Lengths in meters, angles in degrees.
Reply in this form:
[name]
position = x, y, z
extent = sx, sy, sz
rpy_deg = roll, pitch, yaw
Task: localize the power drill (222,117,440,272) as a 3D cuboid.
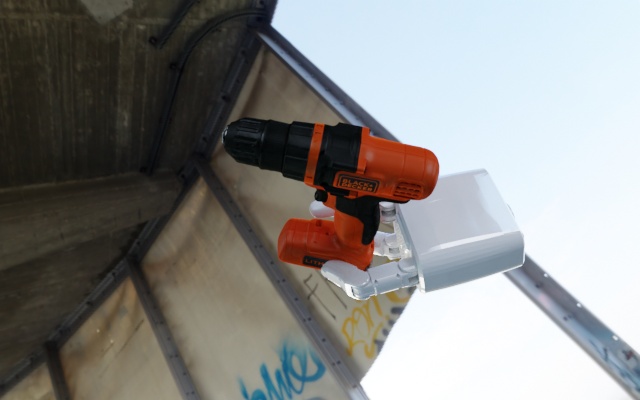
[power drill]
position = 0.000, 0.002, 0.460
extent = 0.184, 0.057, 0.188
rpy_deg = 12, -34, 0
